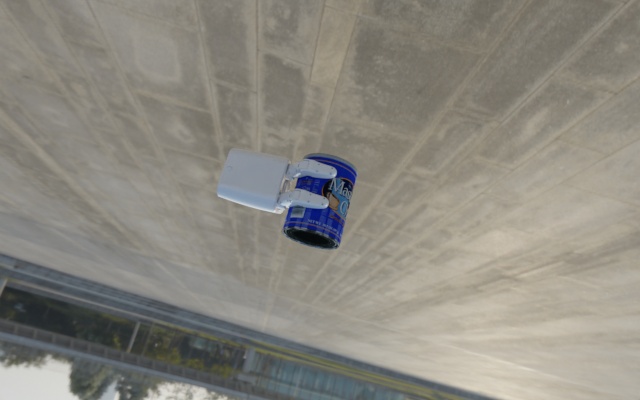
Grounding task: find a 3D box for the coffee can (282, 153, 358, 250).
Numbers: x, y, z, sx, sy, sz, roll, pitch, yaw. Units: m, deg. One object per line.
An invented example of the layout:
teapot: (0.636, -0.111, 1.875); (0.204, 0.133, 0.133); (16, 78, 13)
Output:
coffee can: (0.000, 0.003, 0.834); (0.103, 0.140, 0.103); (14, -19, 5)
